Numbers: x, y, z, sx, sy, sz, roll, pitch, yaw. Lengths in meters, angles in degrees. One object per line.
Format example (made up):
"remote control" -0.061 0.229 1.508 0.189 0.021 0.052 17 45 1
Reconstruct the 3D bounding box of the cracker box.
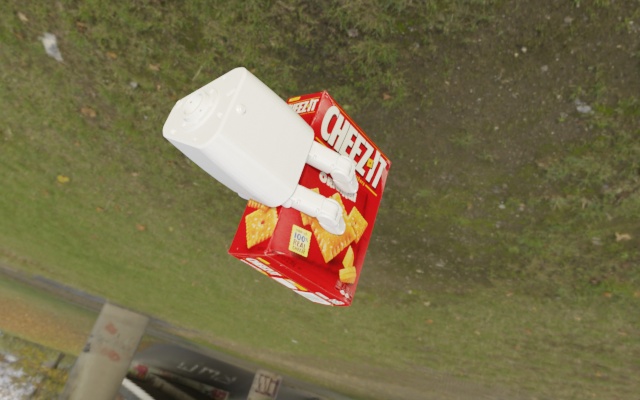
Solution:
"cracker box" 0.000 0.002 0.587 0.072 0.213 0.164 -2 -30 41
